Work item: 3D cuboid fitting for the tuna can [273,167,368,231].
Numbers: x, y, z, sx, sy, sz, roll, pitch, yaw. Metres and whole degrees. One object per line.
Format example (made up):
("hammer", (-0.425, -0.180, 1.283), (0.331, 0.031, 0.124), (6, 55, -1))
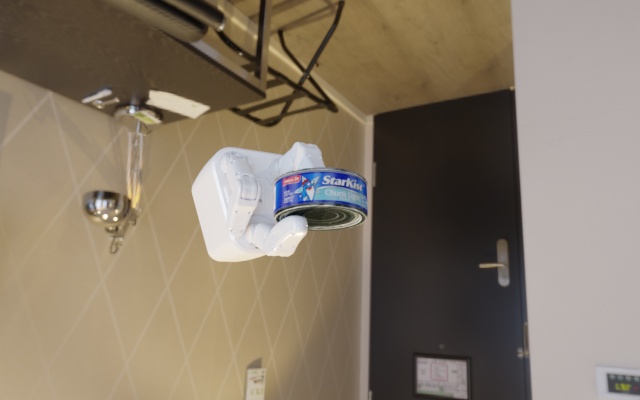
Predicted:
("tuna can", (0.000, 0.002, 0.430), (0.086, 0.033, 0.086), (0, -18, 0))
